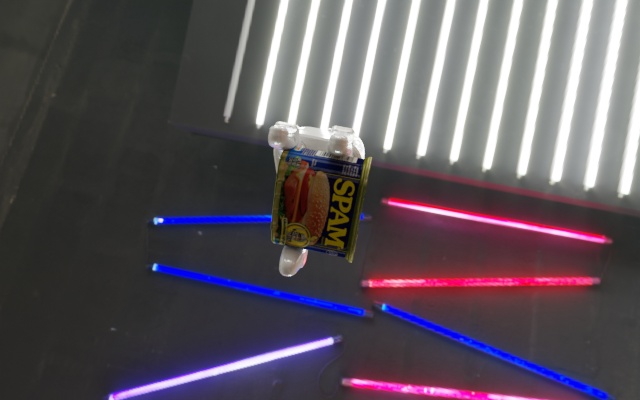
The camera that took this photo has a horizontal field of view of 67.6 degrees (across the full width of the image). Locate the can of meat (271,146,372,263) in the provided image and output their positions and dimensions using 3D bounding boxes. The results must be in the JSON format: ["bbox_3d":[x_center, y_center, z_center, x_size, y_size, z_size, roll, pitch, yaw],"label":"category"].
[{"bbox_3d":[0.000,0.002,0.468,0.084,0.102,0.057,11,20,6],"label":"can of meat"}]
